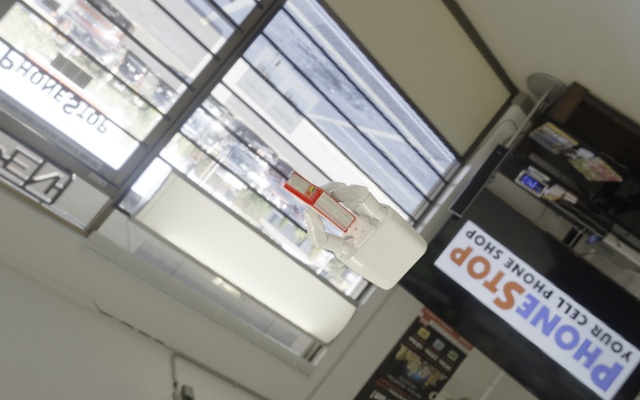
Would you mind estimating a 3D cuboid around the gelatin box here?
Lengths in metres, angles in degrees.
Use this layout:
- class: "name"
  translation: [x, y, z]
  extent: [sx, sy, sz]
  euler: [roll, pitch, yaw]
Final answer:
- class: "gelatin box"
  translation: [0.000, 0.002, 0.679]
  extent: [0.089, 0.030, 0.073]
  euler: [39, -3, -43]
